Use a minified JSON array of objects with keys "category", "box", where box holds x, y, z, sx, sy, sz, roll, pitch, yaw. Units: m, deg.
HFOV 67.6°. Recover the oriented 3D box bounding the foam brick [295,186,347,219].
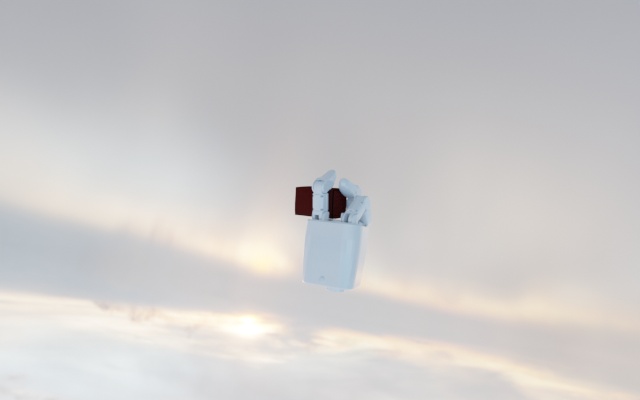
[{"category":"foam brick","box":[0.000,0.003,0.836,0.078,0.051,0.053,5,5,30]}]
